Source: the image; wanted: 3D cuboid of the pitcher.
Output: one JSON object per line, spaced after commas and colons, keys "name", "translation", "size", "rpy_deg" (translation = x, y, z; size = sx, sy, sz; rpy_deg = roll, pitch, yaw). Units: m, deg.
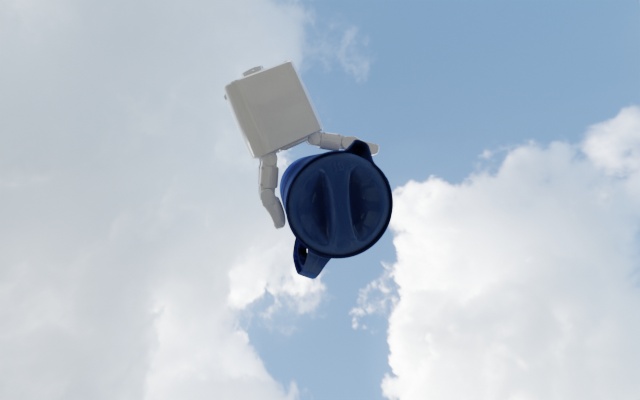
{"name": "pitcher", "translation": [0.000, 0.002, 0.687], "size": [0.149, 0.145, 0.243], "rpy_deg": [-26, 10, -6]}
